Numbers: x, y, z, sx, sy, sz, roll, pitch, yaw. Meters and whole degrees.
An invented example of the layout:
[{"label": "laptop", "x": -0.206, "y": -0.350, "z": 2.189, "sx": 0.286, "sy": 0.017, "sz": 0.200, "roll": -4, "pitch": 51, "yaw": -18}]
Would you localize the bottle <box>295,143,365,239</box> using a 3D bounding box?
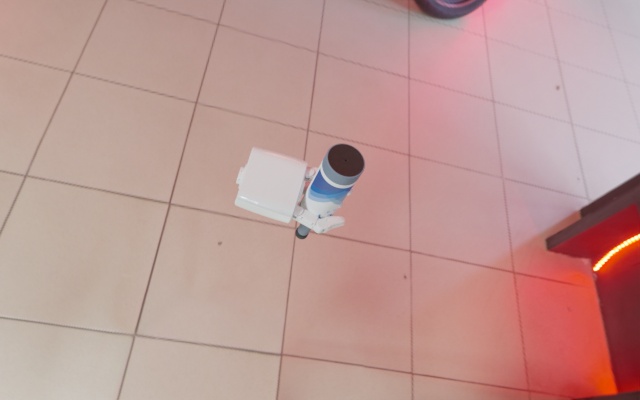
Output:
[{"label": "bottle", "x": 0.000, "y": 0.003, "z": 0.891, "sx": 0.069, "sy": 0.069, "sz": 0.296, "roll": 0, "pitch": -27, "yaw": -18}]
